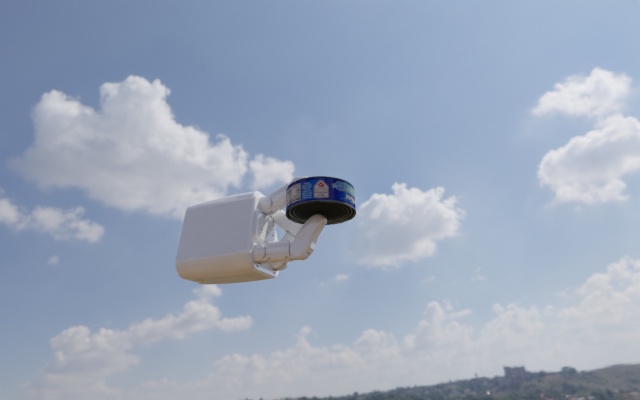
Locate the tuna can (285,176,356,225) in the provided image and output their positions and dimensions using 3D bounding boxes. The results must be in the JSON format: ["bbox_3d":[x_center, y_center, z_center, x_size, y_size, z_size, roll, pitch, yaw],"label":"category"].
[{"bbox_3d":[0.000,0.001,0.581,0.086,0.033,0.086,-1,-21,0],"label":"tuna can"}]
